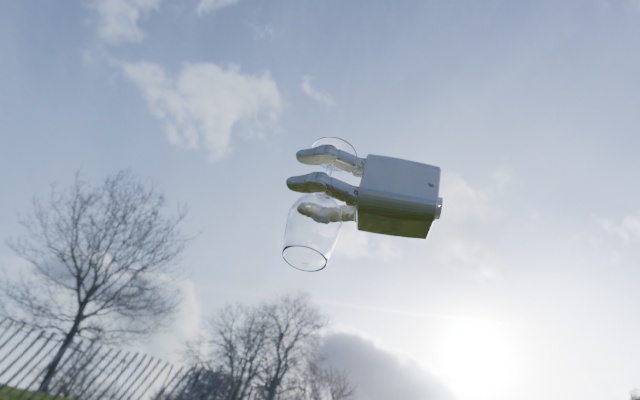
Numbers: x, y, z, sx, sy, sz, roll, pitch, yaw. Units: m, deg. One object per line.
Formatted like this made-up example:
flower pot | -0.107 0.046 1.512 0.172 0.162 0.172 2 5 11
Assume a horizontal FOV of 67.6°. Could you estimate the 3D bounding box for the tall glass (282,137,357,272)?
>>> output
tall glass | 0.000 0.002 0.691 0.079 0.201 0.079 10 -38 8
